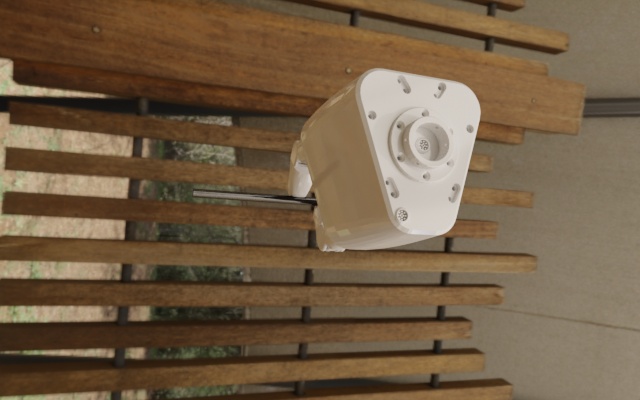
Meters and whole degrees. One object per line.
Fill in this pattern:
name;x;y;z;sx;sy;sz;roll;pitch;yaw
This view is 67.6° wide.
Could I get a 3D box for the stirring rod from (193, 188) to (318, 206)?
stirring rod;0.000;0.002;0.464;0.239;0.011;0.011;4;-1;-19
